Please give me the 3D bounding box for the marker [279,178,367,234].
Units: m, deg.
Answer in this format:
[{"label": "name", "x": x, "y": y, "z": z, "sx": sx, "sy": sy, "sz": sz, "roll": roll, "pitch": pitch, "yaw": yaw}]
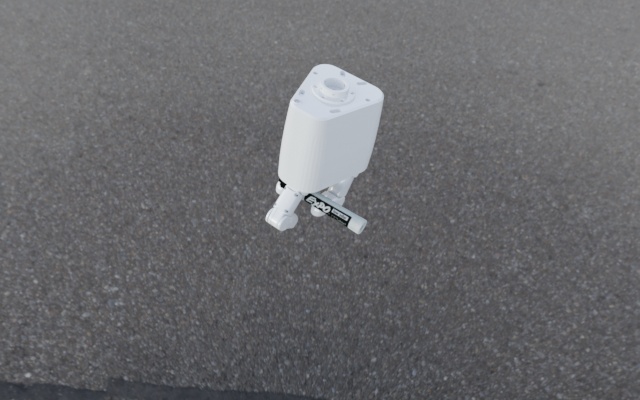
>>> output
[{"label": "marker", "x": 0.000, "y": 0.002, "z": 0.575, "sx": 0.121, "sy": 0.020, "sz": 0.020, "roll": 31, "pitch": 10, "yaw": 18}]
